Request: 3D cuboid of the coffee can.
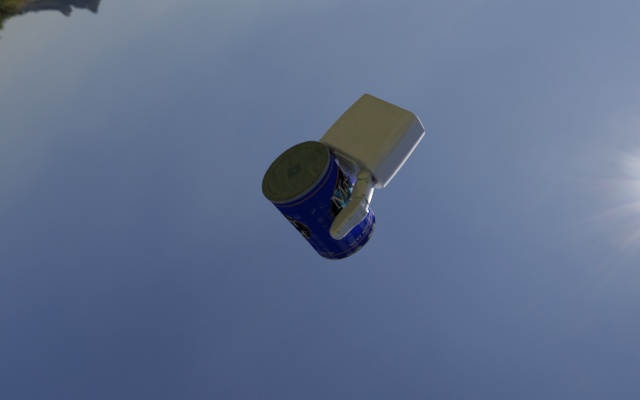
[{"bbox_3d":[0.000,0.002,0.663,0.103,0.102,0.140,0,-38,39],"label":"coffee can"}]
